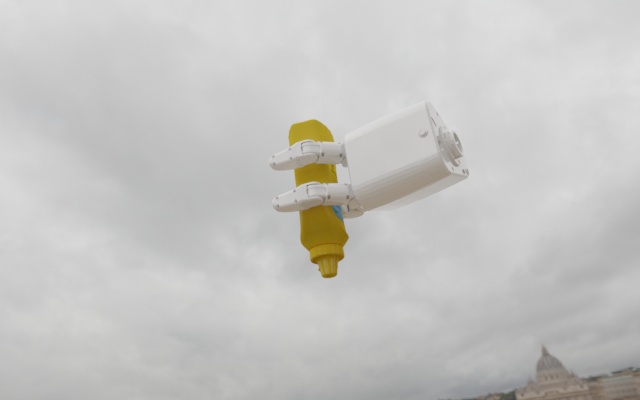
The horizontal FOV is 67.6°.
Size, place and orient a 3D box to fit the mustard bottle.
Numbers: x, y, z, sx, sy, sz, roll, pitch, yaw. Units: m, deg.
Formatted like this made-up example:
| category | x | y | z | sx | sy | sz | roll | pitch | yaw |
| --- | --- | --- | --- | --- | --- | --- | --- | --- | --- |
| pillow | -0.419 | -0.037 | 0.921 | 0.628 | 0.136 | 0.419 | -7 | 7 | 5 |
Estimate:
| category | x | y | z | sx | sy | sz | roll | pitch | yaw |
| --- | --- | --- | --- | --- | --- | --- | --- | --- | --- |
| mustard bottle | 0.000 | 0.002 | 0.594 | 0.058 | 0.191 | 0.096 | -11 | -25 | 8 |
